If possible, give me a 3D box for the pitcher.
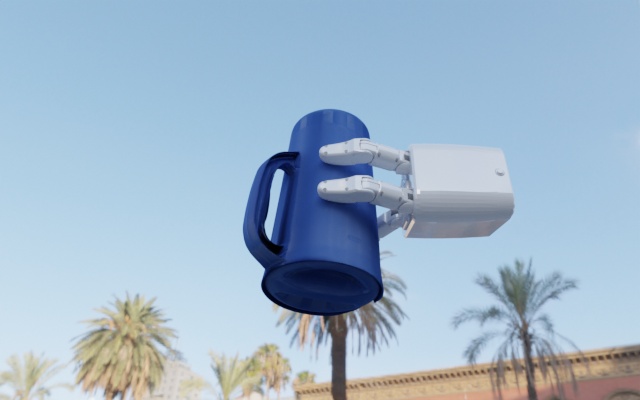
[{"bbox_3d":[0.000,0.002,0.576,0.145,0.242,0.149,0,-36,5],"label":"pitcher"}]
